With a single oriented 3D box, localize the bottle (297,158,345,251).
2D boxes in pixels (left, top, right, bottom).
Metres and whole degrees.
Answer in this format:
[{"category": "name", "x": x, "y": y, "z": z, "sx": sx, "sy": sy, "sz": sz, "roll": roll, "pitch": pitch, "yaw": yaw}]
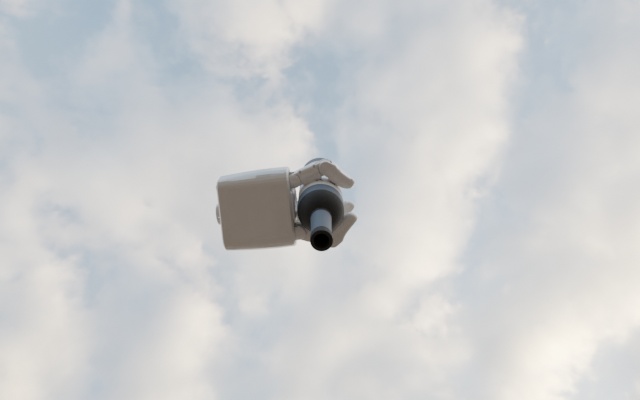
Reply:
[{"category": "bottle", "x": 0.000, "y": 0.002, "z": 0.701, "sx": 0.069, "sy": 0.069, "sz": 0.295, "roll": 0, "pitch": 18, "yaw": 0}]
